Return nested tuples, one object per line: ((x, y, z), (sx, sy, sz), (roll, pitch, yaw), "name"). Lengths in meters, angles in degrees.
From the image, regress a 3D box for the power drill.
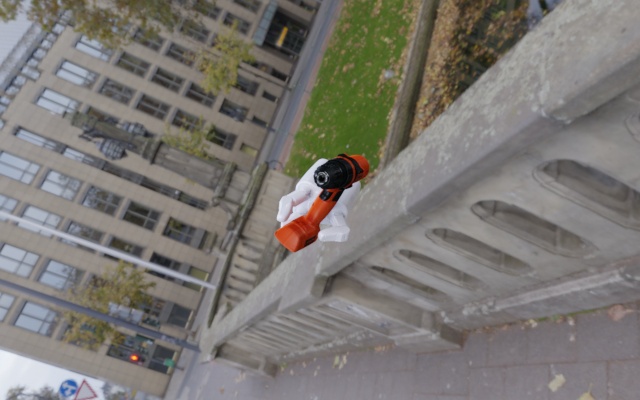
((0.000, 0.003, 0.825), (0.057, 0.188, 0.184), (44, 23, 13), "power drill")
